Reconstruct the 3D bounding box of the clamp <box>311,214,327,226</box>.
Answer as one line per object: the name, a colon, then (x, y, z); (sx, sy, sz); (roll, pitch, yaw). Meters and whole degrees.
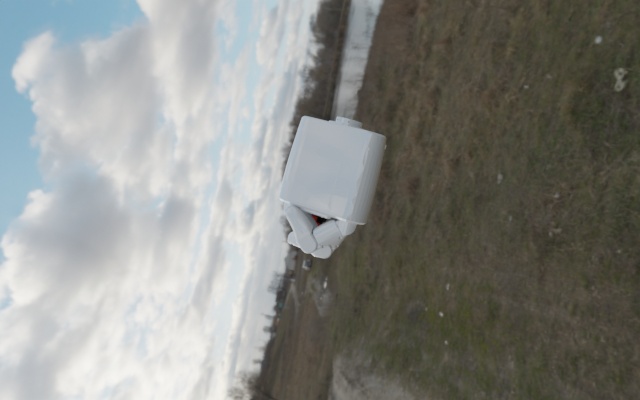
clamp: (-0.001, 0.002, 0.688); (0.039, 0.120, 0.171); (17, 6, -2)
